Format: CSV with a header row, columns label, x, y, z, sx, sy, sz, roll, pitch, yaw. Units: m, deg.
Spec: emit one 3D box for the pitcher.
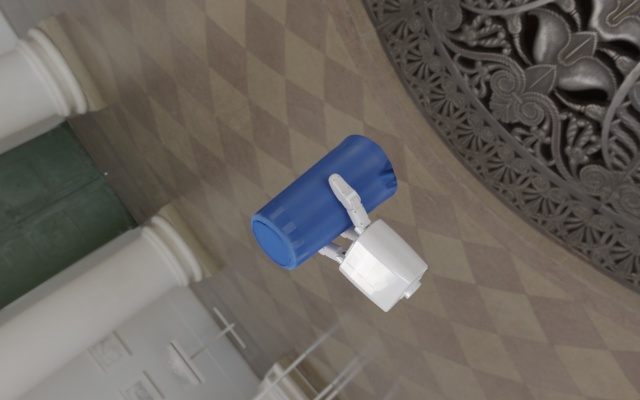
label,x,y,z,sx,sy,sz,roll,pitch,yaw
pitcher,0.000,0.003,0.809,0.242,0.145,0.149,-38,-18,-27
